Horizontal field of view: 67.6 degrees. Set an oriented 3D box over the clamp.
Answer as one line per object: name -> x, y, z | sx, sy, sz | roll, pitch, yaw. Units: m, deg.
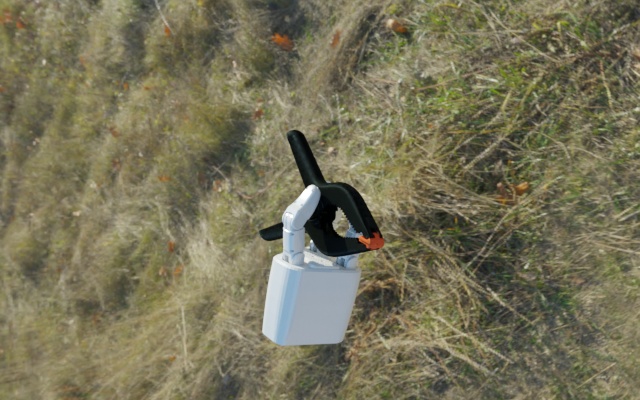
clamp -> 0.000, 0.002, 0.615 | 0.036, 0.164, 0.210 | 2, 14, -44
